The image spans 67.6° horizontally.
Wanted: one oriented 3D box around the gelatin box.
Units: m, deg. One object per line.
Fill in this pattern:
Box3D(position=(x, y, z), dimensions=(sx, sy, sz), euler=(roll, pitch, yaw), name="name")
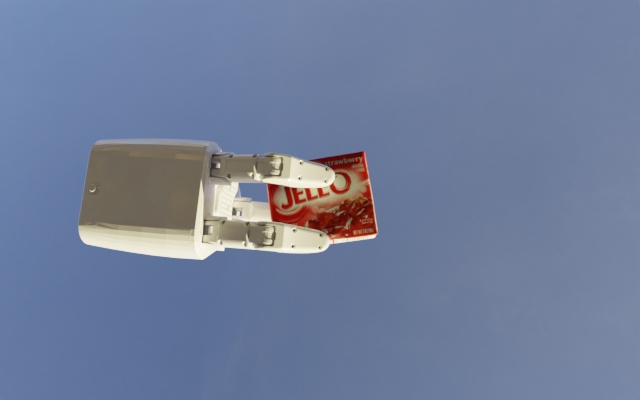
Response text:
Box3D(position=(0.000, 0.001, 0.415), dimensions=(0.089, 0.073, 0.030), euler=(-8, -10, 1), name="gelatin box")
